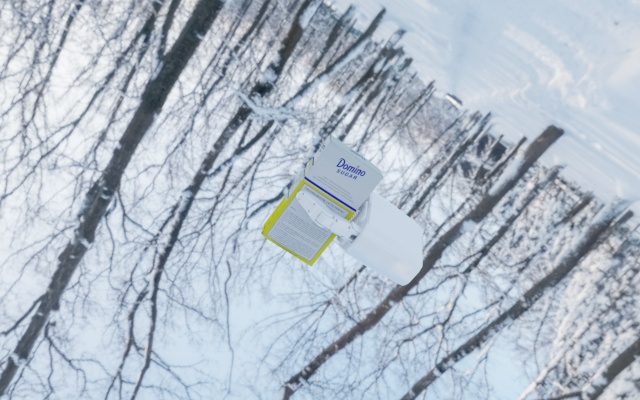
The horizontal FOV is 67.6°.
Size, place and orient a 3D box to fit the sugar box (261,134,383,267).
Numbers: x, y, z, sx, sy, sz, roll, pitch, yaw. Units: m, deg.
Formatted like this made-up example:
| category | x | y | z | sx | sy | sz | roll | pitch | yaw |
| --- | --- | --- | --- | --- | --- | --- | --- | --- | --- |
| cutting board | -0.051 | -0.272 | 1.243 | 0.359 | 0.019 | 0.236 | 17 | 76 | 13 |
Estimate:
| category | x | y | z | sx | sy | sz | roll | pitch | yaw |
| --- | --- | --- | --- | --- | --- | --- | --- | --- | --- |
| sugar box | 0.000 | 0.002 | 0.691 | 0.093 | 0.176 | 0.048 | 33 | 17 | -14 |
